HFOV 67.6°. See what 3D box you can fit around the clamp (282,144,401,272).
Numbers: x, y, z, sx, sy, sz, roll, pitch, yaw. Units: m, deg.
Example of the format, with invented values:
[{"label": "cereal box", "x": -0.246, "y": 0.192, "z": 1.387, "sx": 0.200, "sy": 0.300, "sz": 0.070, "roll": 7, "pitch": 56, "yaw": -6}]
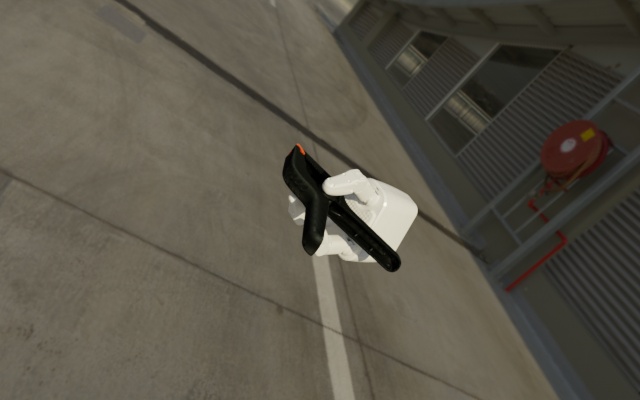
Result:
[{"label": "clamp", "x": 0.000, "y": 0.001, "z": 0.592, "sx": 0.036, "sy": 0.210, "sz": 0.164, "roll": -48, "pitch": -33, "yaw": 20}]
